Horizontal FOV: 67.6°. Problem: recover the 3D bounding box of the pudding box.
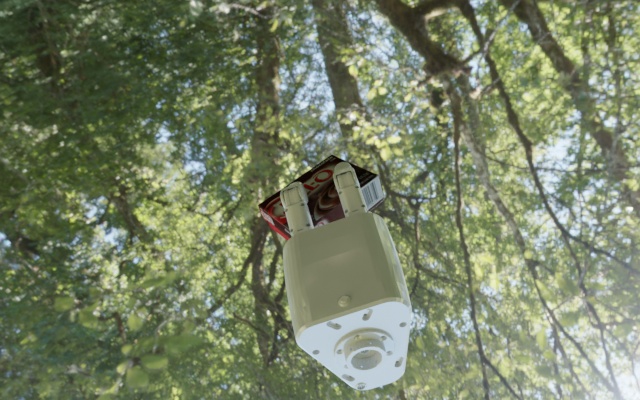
[{"bbox_3d":[0.000,0.002,0.527,0.113,0.039,0.090,-34,35,-19],"label":"pudding box"}]
